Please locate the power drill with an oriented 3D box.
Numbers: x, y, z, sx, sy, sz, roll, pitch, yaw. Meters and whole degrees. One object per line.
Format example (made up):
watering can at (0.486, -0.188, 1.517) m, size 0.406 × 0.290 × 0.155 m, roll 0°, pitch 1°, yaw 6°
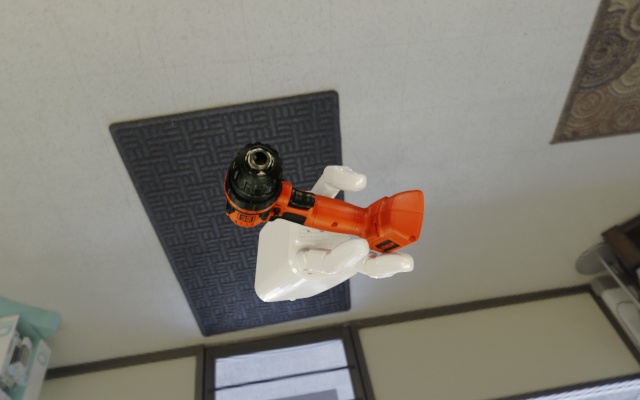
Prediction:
power drill at (0.000, 0.002, 0.465) m, size 0.187 × 0.057 × 0.184 m, roll 13°, pitch -14°, yaw -9°
